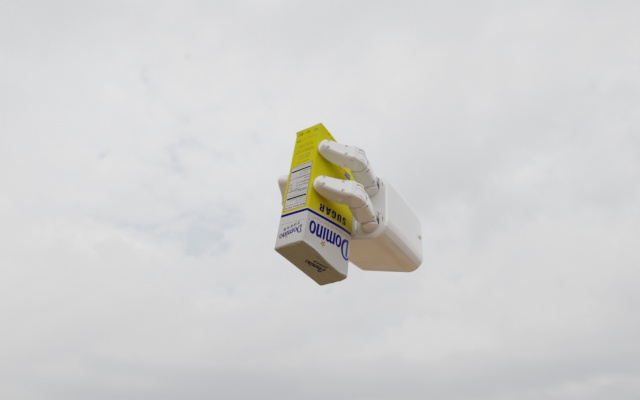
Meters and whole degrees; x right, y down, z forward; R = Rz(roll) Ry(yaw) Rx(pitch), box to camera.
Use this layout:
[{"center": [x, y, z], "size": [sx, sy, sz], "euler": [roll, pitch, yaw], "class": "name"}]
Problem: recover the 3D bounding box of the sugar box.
[{"center": [0.001, 0.002, 0.573], "size": [0.048, 0.176, 0.093], "euler": [-20, -44, 28], "class": "sugar box"}]
